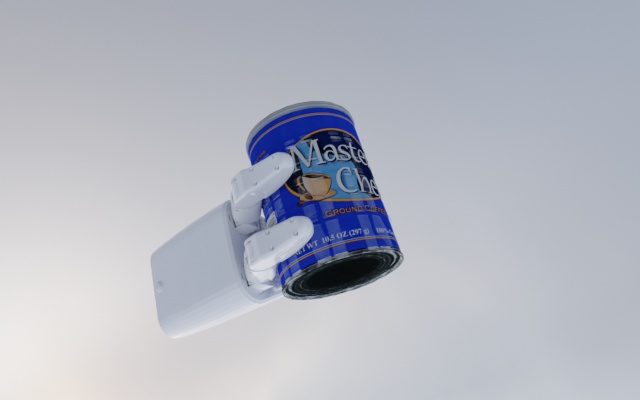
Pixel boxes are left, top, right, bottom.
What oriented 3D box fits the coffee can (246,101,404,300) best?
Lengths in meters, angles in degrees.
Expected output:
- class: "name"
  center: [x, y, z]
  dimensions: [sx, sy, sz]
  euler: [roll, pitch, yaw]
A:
- class: "coffee can"
  center: [0.000, 0.001, 0.413]
  dimensions: [0.103, 0.140, 0.103]
  euler: [-14, -25, -7]
